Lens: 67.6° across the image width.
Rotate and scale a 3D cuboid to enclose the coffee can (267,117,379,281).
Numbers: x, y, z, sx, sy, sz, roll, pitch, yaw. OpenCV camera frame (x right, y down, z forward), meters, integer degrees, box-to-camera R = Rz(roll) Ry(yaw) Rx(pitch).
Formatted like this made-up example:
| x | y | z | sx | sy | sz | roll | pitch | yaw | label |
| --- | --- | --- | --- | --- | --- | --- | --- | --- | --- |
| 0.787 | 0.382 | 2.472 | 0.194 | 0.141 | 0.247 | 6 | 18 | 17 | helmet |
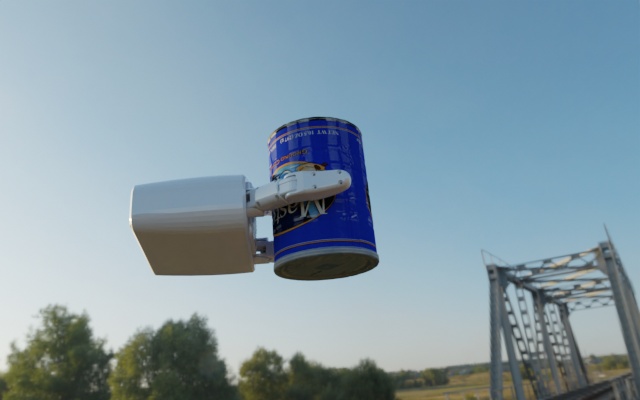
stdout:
| x | y | z | sx | sy | sz | roll | pitch | yaw | label |
| --- | --- | --- | --- | --- | --- | --- | --- | --- | --- |
| 0.000 | 0.002 | 0.487 | 0.103 | 0.140 | 0.103 | -5 | -22 | -2 | coffee can |
